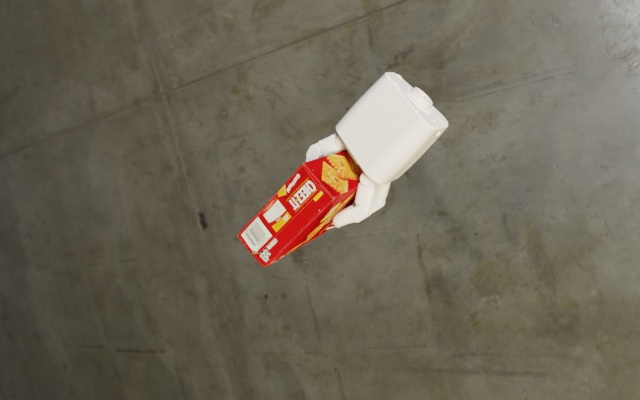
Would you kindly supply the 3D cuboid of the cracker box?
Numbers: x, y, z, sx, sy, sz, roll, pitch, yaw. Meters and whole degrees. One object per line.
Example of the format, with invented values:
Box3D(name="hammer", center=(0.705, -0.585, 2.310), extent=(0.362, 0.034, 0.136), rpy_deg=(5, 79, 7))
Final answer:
Box3D(name="cracker box", center=(0.000, 0.002, 0.722), extent=(0.164, 0.072, 0.213), rpy_deg=(-45, -11, 30))
